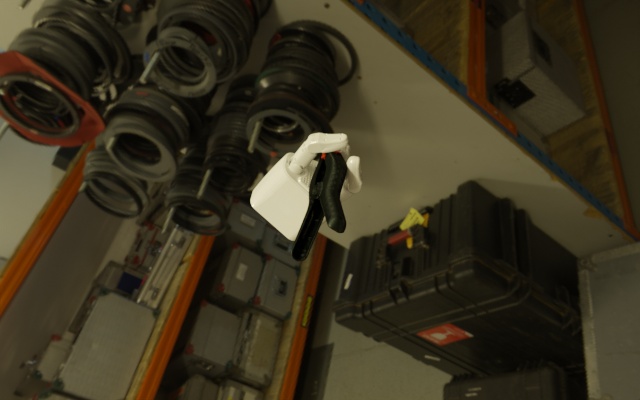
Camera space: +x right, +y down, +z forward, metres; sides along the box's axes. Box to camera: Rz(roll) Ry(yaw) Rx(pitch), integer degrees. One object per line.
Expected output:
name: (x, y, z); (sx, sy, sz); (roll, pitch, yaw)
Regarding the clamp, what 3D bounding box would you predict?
clamp: (0.000, 0.002, 0.671); (0.039, 0.171, 0.120); (31, -47, -23)
